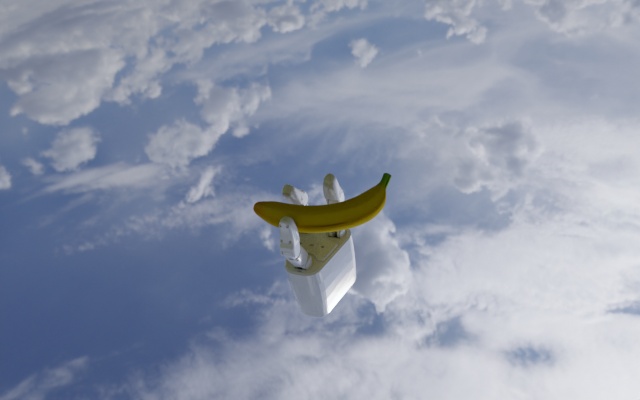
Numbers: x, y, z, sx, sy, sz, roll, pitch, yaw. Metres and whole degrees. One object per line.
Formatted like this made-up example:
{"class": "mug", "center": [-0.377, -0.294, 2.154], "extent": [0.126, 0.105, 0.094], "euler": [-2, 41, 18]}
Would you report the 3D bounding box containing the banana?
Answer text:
{"class": "banana", "center": [0.005, 0.014, 0.650], "extent": [0.198, 0.037, 0.069], "euler": [-11, 42, 4]}
